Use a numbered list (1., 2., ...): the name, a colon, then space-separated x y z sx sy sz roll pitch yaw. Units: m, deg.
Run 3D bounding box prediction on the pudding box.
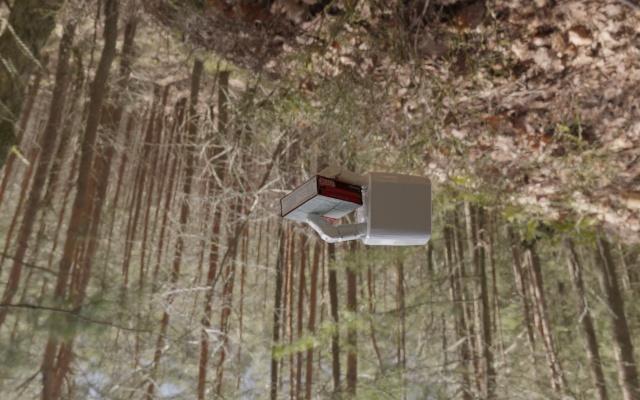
1. pudding box: 0.000 0.003 0.776 0.090 0.039 0.113 15 -31 -32
